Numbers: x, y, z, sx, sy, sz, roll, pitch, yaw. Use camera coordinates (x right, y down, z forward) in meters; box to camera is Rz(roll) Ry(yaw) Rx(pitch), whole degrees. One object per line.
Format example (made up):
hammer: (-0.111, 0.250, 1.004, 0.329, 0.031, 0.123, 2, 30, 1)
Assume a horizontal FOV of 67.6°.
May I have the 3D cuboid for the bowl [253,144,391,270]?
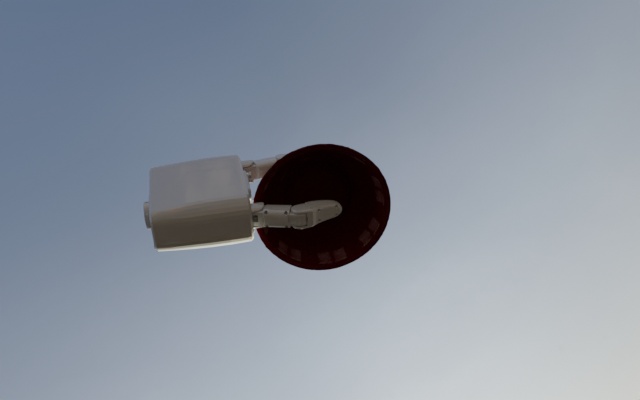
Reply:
bowl: (0.001, 0.002, 0.577, 0.162, 0.162, 0.055, 0, 24, -7)
